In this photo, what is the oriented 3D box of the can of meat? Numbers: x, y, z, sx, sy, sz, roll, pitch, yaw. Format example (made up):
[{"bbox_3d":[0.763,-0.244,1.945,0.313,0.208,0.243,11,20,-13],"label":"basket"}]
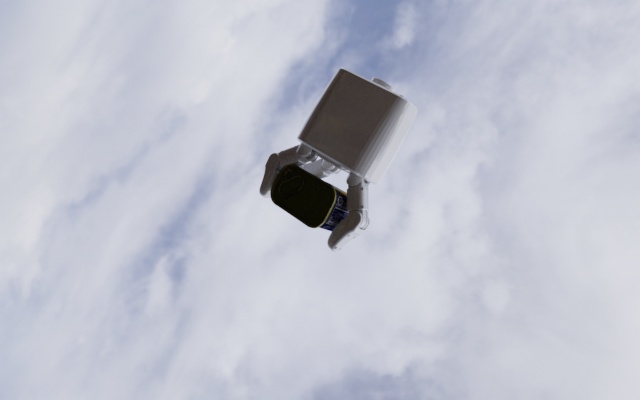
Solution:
[{"bbox_3d":[0.000,0.002,0.616,0.102,0.057,0.084,31,6,38],"label":"can of meat"}]
